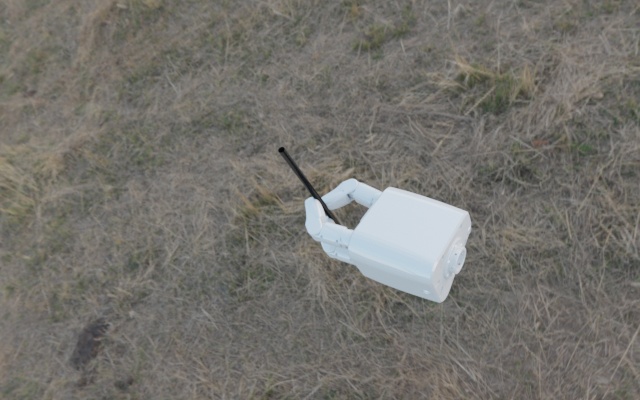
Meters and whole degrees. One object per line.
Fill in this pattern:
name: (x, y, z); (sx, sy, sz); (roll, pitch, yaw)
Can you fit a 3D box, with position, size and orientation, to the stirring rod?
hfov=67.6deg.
stirring rod: (0.000, 0.002, 0.626); (0.011, 0.011, 0.240); (0, -29, 24)
